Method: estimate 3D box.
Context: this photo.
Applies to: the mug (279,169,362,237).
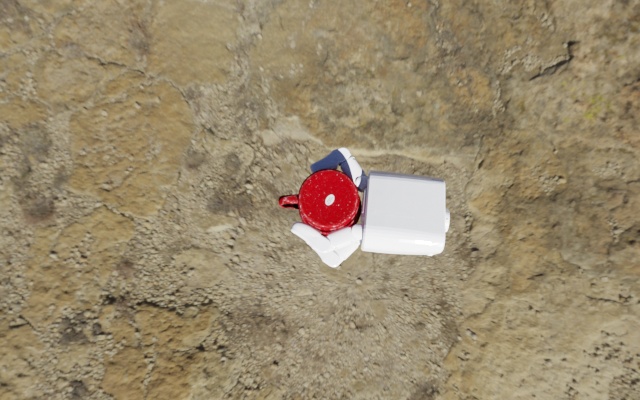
[{"bbox_3d":[-0.001,0.002,0.662,0.117,0.093,0.081,5,-9,3],"label":"mug"}]
